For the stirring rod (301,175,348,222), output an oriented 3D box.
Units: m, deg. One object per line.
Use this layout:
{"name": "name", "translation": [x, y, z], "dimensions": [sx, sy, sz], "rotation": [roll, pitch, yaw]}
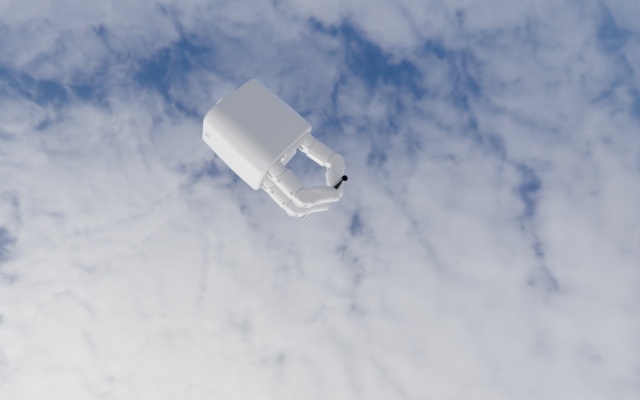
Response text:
{"name": "stirring rod", "translation": [0.000, 0.002, 0.702], "dimensions": [0.011, 0.011, 0.239], "rotation": [0, -14, -15]}
